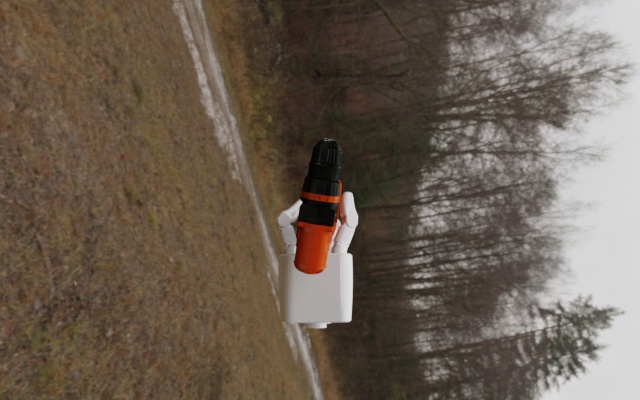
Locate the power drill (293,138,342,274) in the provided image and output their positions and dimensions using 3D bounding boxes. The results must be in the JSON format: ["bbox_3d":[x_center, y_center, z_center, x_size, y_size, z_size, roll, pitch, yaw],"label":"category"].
[{"bbox_3d":[0.000,0.003,0.710,0.057,0.184,0.187,11,5,3],"label":"power drill"}]
